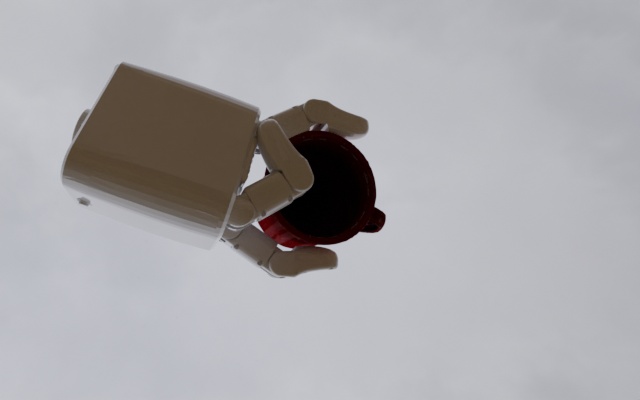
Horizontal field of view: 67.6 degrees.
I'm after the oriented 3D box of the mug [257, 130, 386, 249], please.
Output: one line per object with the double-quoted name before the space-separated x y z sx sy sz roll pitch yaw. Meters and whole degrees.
"mug" 0.001 0.002 0.414 0.117 0.093 0.081 20 -18 -14
